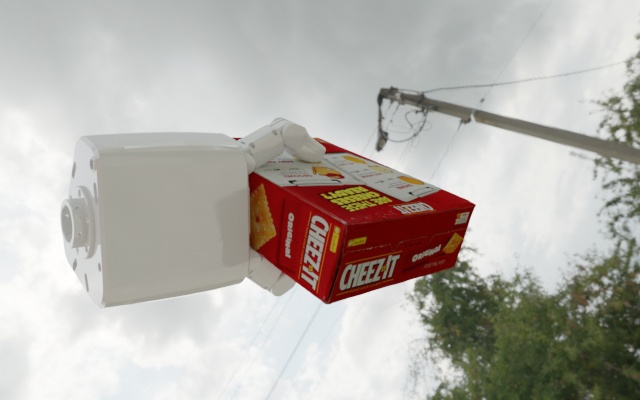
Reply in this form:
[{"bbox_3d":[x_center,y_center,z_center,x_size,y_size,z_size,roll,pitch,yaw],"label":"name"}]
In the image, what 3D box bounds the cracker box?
[{"bbox_3d":[0.000,0.001,0.436,0.164,0.072,0.213,-6,25,-42],"label":"cracker box"}]
